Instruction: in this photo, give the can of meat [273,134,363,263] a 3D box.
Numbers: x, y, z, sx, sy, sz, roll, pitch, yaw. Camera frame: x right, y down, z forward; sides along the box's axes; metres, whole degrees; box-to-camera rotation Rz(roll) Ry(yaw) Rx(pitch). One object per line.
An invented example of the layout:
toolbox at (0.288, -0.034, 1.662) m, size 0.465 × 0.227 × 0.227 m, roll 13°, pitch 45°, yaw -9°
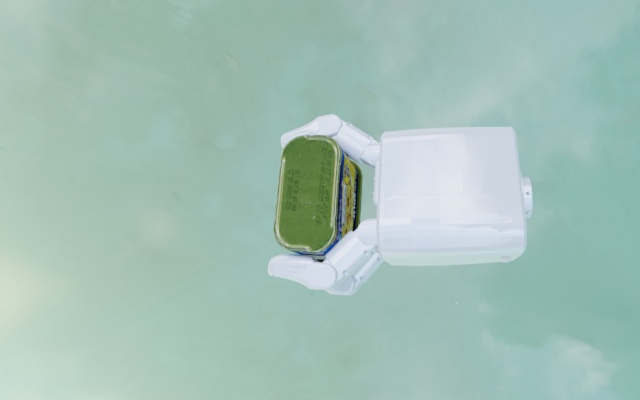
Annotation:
can of meat at (0.000, 0.001, 0.417) m, size 0.057 × 0.102 × 0.084 m, roll 1°, pitch -11°, yaw 16°
